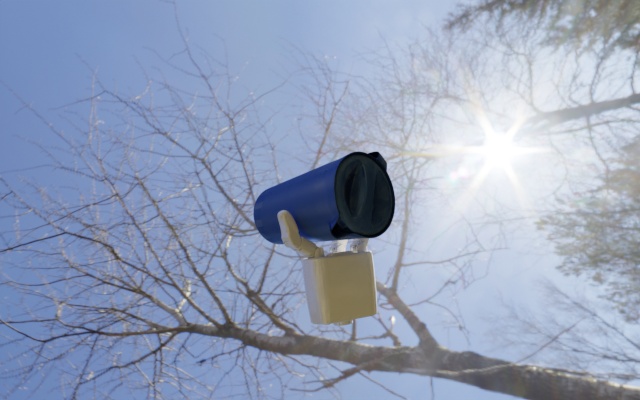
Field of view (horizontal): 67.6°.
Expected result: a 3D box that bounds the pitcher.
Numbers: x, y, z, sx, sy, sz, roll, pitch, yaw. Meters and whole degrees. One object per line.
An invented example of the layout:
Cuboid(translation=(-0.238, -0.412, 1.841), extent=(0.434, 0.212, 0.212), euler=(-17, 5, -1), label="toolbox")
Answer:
Cuboid(translation=(0.000, 0.003, 0.807), extent=(0.149, 0.145, 0.243), euler=(-1, -9, -42), label="pitcher")
